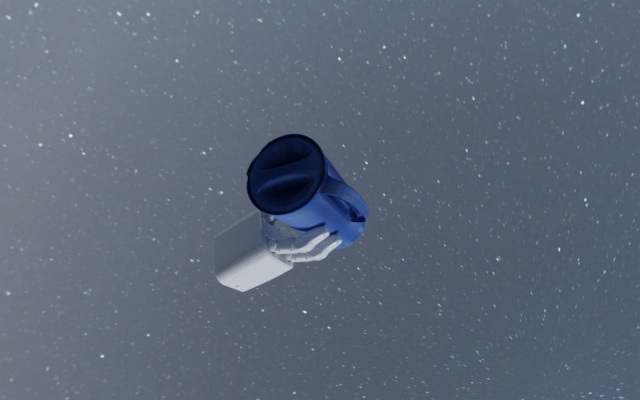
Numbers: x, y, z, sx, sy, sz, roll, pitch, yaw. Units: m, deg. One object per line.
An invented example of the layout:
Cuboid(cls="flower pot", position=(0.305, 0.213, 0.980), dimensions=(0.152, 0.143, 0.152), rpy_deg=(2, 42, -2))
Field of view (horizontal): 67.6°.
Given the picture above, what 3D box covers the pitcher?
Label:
Cuboid(cls="pitcher", position=(0.000, 0.003, 0.804), dimensions=(0.145, 0.149, 0.243), rpy_deg=(-31, -31, 11))
